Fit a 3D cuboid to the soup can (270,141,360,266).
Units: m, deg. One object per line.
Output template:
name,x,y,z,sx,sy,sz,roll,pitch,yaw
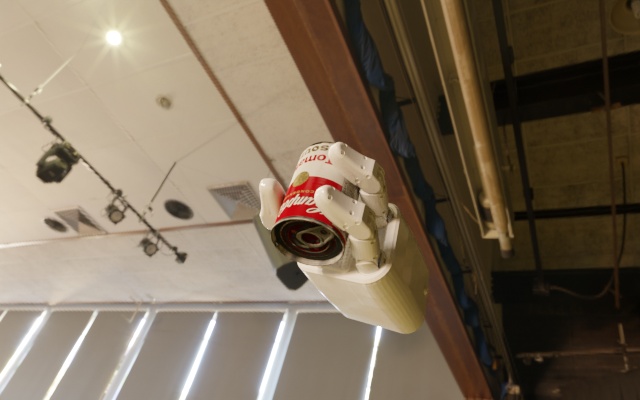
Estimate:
soup can,0.000,0.001,0.454,0.068,0.102,0.069,10,-40,9
